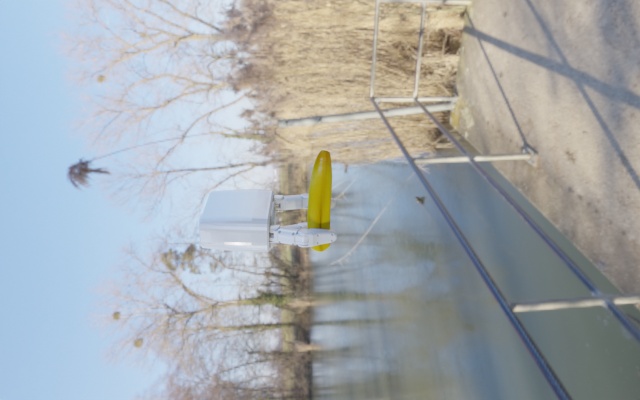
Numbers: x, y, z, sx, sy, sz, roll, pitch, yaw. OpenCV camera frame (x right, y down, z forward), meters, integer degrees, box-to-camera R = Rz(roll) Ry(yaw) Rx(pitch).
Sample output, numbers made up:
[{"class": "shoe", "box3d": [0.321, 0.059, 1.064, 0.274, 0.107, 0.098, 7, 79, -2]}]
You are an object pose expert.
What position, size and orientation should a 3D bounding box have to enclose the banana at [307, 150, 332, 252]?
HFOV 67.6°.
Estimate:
[{"class": "banana", "box3d": [-0.001, 0.017, 0.750, 0.037, 0.198, 0.069, 3, 41, 3]}]
